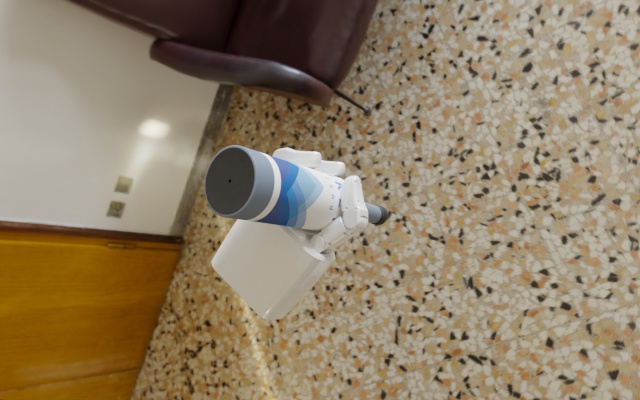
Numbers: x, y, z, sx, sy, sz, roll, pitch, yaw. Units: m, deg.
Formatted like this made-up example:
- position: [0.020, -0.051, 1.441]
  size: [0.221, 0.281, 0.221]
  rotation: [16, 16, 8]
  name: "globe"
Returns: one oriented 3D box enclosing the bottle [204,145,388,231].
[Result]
- position: [0.000, 0.002, 0.551]
  size: [0.069, 0.069, 0.296]
  rotation: [0, -8, 34]
  name: "bottle"
